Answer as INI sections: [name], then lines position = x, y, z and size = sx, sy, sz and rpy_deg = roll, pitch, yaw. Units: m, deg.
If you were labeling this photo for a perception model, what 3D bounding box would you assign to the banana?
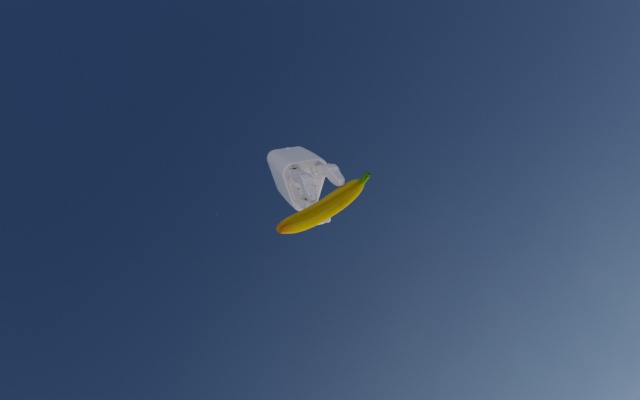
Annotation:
[banana]
position = 0.005, 0.010, 0.880
size = 0.198, 0.037, 0.070
rpy_deg = -33, -28, -12
